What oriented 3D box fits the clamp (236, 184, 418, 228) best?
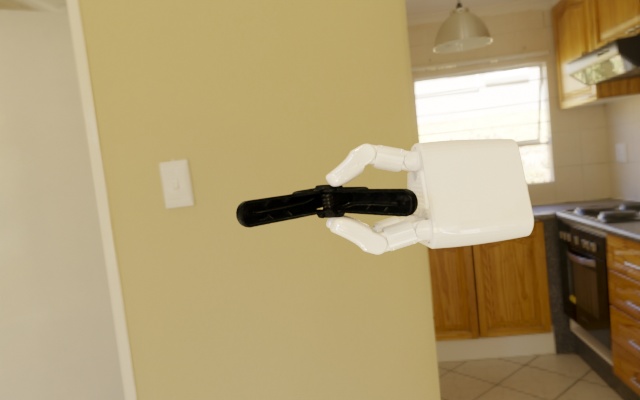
[{"bbox_3d":[0.000,0.001,0.518,0.164,0.036,0.210,-4,4,-3],"label":"clamp"}]
